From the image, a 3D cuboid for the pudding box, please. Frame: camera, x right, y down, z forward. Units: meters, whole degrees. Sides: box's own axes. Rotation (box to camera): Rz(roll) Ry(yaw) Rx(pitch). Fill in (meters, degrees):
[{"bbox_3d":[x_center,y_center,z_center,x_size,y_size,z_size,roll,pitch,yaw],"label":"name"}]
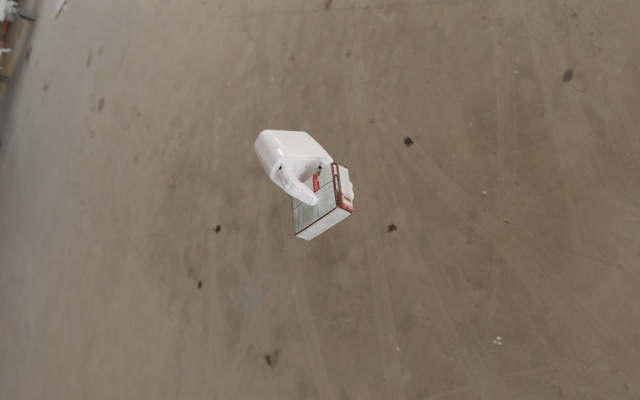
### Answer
[{"bbox_3d":[0.000,0.002,0.781,0.039,0.090,0.113,18,-38,-35],"label":"pudding box"}]
